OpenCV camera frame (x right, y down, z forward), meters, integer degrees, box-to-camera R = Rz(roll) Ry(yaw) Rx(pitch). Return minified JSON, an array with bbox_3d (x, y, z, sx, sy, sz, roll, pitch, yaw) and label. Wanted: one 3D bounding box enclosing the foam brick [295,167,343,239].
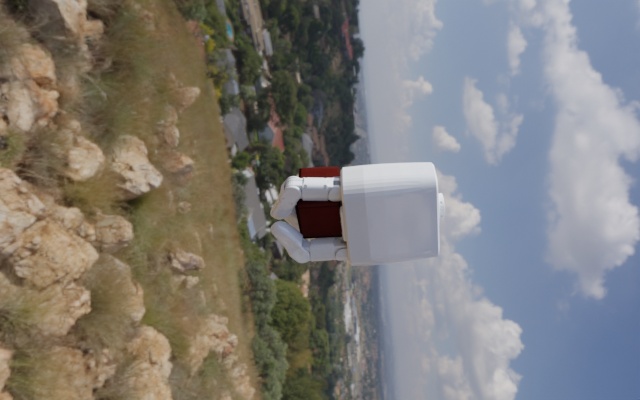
[{"bbox_3d":[0.000,0.002,0.585,0.051,0.053,0.078,-4,41,6],"label":"foam brick"}]
